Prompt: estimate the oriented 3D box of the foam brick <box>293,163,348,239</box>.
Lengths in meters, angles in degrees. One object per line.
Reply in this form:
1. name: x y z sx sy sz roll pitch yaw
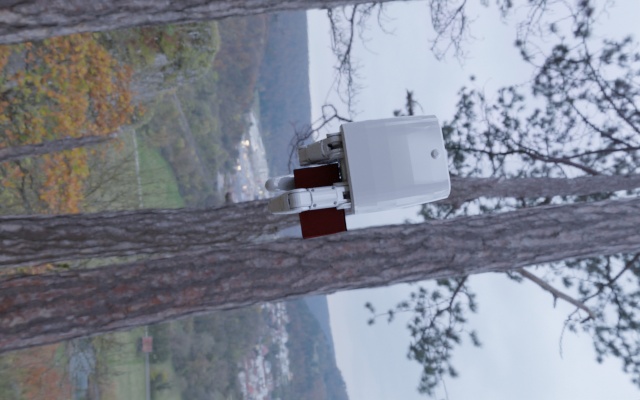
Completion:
1. foam brick: 0.000 0.002 0.542 0.051 0.078 0.053 -8 -4 -1
